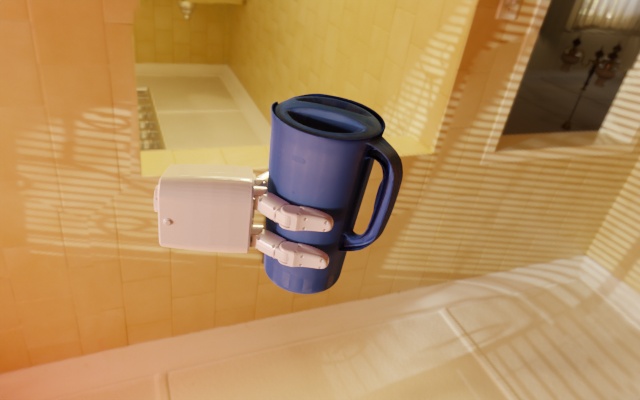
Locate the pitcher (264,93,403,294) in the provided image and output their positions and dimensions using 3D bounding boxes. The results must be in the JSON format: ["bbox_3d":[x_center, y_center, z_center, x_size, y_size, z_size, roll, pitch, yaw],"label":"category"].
[{"bbox_3d":[0.000,0.002,0.600,0.145,0.243,0.149,3,32,-11],"label":"pitcher"}]
